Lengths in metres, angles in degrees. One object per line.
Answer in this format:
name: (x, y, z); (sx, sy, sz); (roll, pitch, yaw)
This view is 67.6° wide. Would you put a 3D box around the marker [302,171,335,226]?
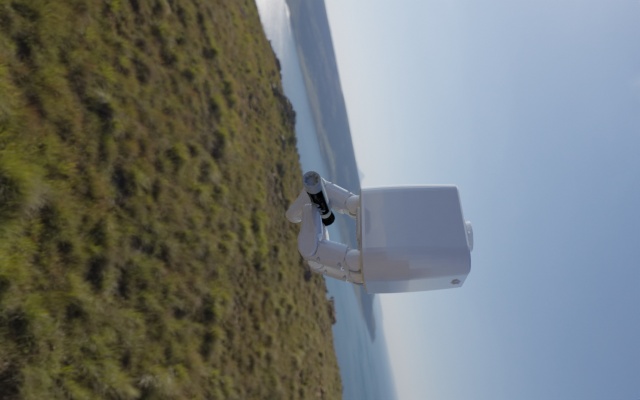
marker: (0.000, 0.002, 0.514); (0.020, 0.020, 0.121); (0, -21, 9)
